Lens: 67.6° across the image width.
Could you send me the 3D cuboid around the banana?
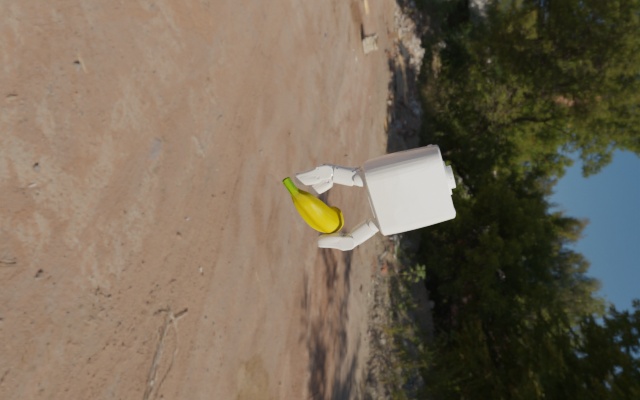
[{"bbox_3d":[0.004,0.018,0.721,0.037,0.069,0.198,-23,-21,13],"label":"banana"}]
